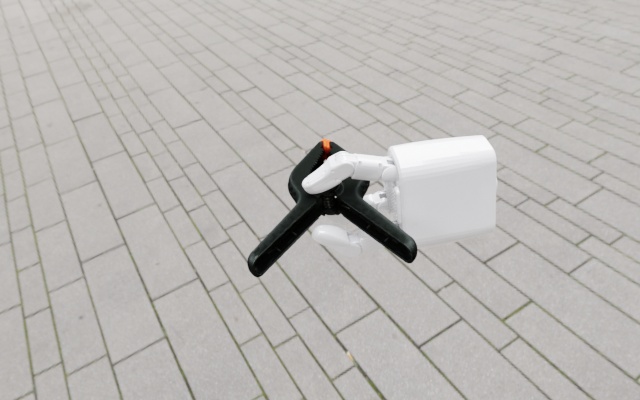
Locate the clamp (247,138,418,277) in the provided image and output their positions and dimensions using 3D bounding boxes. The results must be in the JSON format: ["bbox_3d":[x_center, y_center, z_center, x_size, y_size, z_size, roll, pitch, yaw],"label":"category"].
[{"bbox_3d":[0.000,0.001,0.527,0.164,0.036,0.209,-9,40,-2],"label":"clamp"}]
